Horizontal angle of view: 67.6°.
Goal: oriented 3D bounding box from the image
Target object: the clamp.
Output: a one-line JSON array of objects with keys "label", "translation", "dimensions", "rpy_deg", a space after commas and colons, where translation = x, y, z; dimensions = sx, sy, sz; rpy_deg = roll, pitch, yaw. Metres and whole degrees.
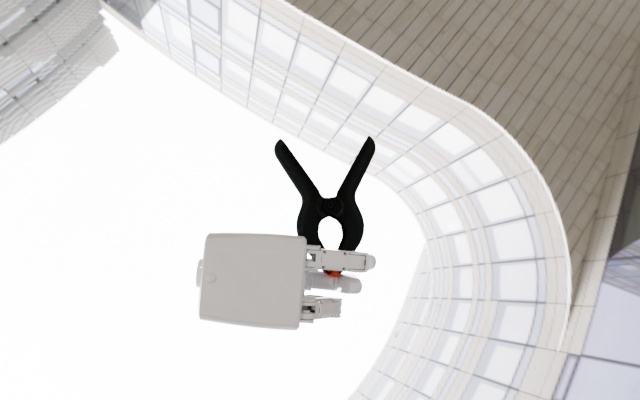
[{"label": "clamp", "translation": [0.000, 0.002, 0.558], "dimensions": [0.120, 0.171, 0.039], "rpy_deg": [5, -11, 1]}]
